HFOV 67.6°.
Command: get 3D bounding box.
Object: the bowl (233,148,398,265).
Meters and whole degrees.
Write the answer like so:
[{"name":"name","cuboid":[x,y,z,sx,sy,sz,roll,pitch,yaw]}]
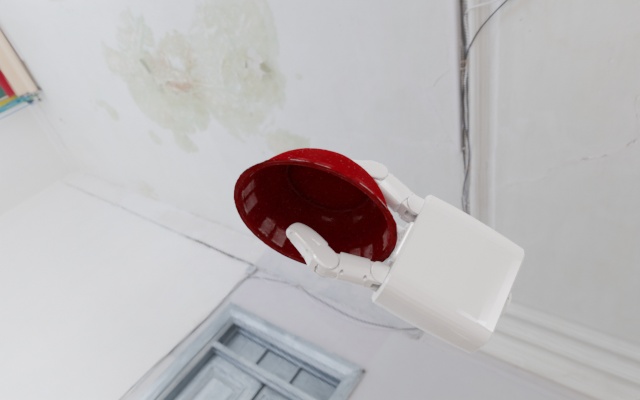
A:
[{"name":"bowl","cuboid":[-0.001,0.001,0.465,0.162,0.055,0.162,13,-38,10]}]
